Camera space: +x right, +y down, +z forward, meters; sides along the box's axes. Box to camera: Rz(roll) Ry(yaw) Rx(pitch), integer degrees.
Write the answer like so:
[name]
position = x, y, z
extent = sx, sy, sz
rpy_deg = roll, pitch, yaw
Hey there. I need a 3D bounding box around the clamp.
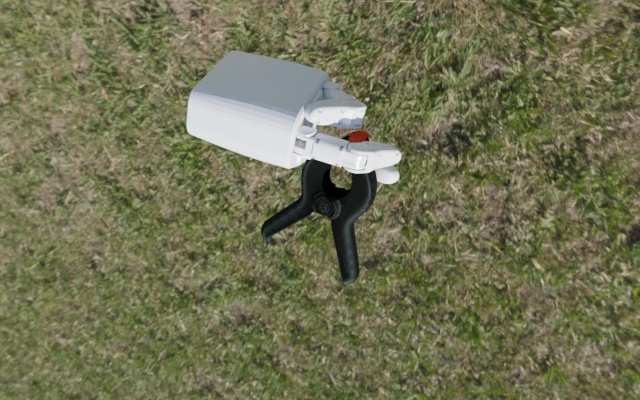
[clamp]
position = 0.000, 0.002, 0.499
extent = 0.120, 0.171, 0.039
rpy_deg = 17, 28, 8
